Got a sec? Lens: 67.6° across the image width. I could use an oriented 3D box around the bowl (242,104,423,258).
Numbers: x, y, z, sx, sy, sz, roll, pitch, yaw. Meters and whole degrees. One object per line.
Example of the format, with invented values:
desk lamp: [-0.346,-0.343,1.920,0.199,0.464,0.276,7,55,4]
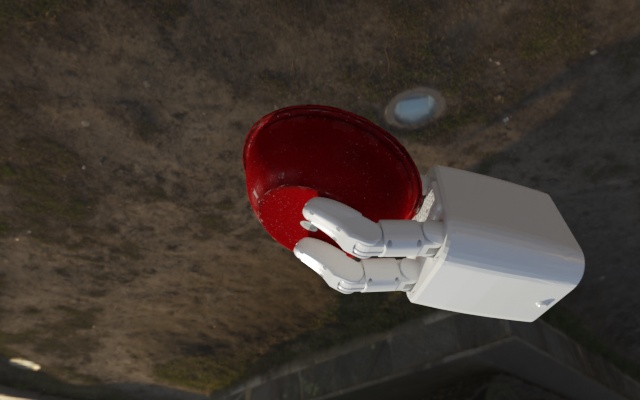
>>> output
bowl: [-0.001,0.001,0.400,0.162,0.055,0.162,13,-40,11]
